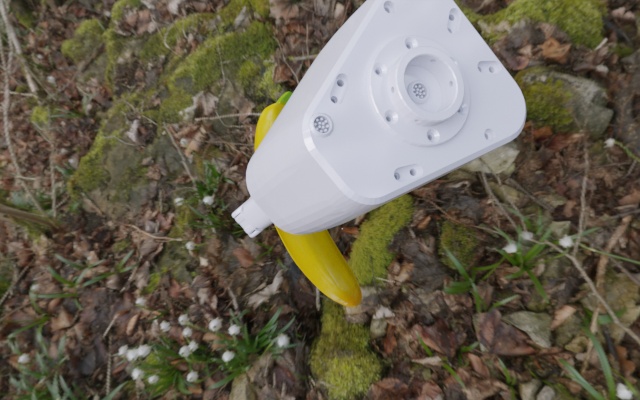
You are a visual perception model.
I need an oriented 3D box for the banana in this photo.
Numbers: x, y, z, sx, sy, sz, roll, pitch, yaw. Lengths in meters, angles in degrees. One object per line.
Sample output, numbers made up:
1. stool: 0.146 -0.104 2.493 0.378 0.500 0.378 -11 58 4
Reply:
1. banana: -0.014 0.002 0.394 0.069 0.198 0.037 -16 -2 -43
